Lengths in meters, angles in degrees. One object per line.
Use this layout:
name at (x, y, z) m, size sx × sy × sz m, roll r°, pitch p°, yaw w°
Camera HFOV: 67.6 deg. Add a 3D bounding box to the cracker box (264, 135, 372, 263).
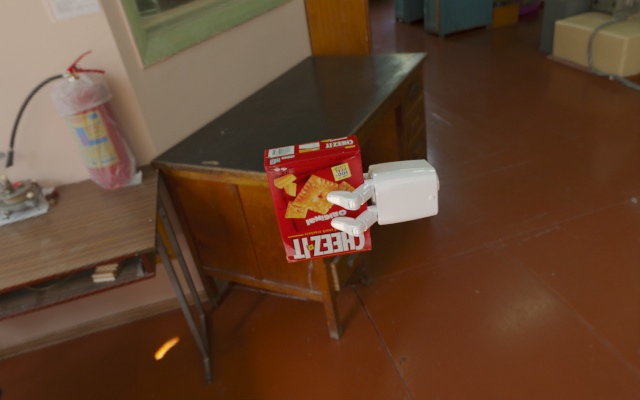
cracker box at (0.000, 0.003, 0.860) m, size 0.164 × 0.214 × 0.072 m, roll -9°, pitch 32°, yaw 2°
